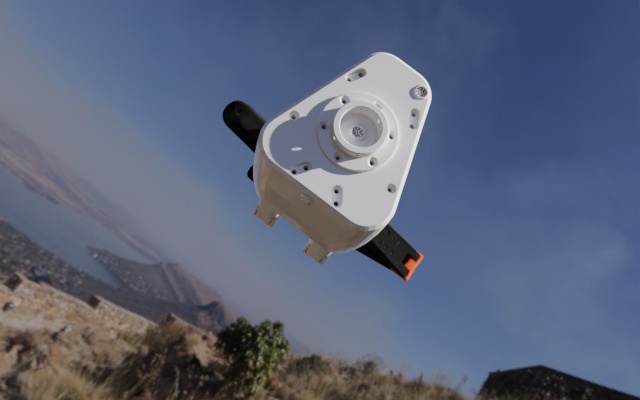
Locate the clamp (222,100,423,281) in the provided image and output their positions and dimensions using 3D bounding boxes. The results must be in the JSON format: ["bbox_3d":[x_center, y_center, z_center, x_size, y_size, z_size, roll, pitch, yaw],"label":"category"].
[{"bbox_3d":[0.001,0.001,0.453,0.210,0.036,0.164,37,-11,1],"label":"clamp"}]
